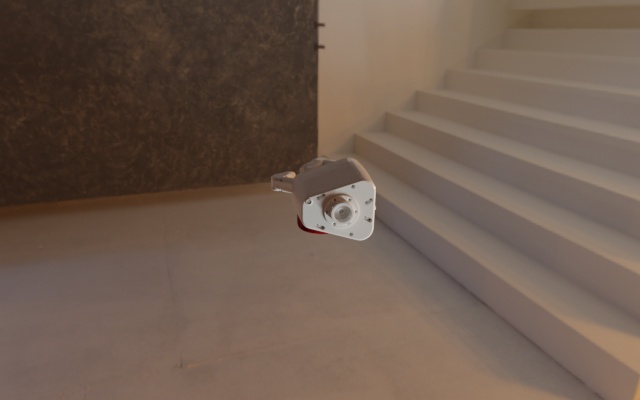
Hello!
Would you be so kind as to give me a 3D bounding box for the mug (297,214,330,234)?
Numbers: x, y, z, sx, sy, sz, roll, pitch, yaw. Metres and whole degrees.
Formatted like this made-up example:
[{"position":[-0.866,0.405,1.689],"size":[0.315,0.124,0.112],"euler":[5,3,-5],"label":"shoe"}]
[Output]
[{"position":[0.000,0.002,0.824],"size":[0.093,0.081,0.117],"euler":[-1,19,-6],"label":"mug"}]
